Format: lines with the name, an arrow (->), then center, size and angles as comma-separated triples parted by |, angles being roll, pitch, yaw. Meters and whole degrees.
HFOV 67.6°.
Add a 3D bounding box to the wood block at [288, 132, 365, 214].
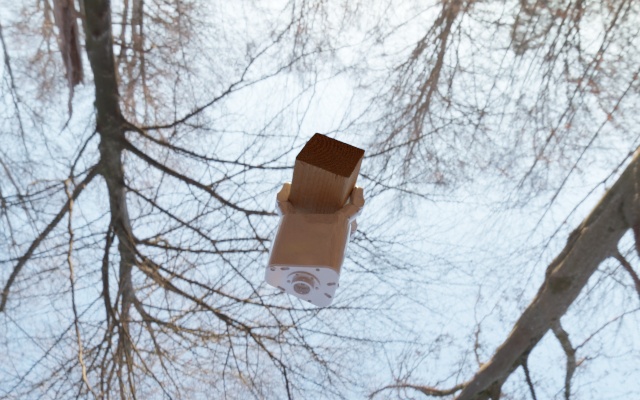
wood block -> 0.000, 0.003, 0.809 | 0.091, 0.206, 0.090 | 22, 42, 10
